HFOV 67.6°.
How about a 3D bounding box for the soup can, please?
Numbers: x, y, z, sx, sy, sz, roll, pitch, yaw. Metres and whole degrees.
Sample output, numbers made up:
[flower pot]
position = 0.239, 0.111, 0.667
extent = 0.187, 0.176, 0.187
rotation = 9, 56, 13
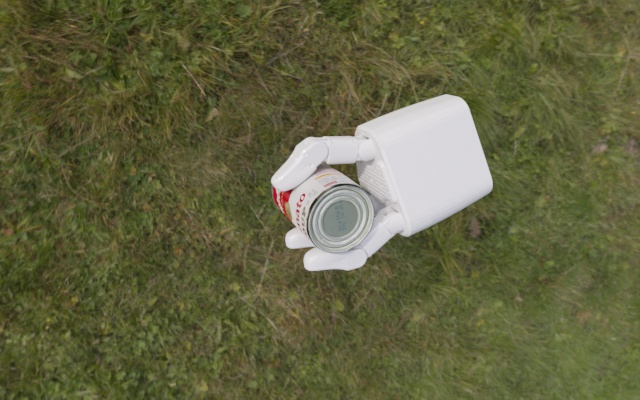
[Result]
[soup can]
position = 0.000, 0.002, 0.462
extent = 0.068, 0.068, 0.102
rotation = 0, 19, -24
